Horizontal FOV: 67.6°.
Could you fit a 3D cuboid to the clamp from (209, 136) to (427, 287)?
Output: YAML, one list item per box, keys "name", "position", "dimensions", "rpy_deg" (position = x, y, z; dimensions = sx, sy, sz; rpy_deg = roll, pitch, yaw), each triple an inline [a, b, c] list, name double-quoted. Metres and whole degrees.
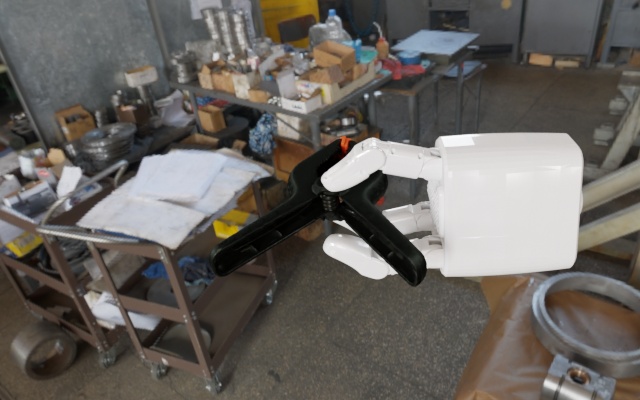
- name: "clamp"
  position: [0.000, 0.000, 0.426]
  dimensions: [0.164, 0.036, 0.209]
  rpy_deg: [-2, 33, 5]
